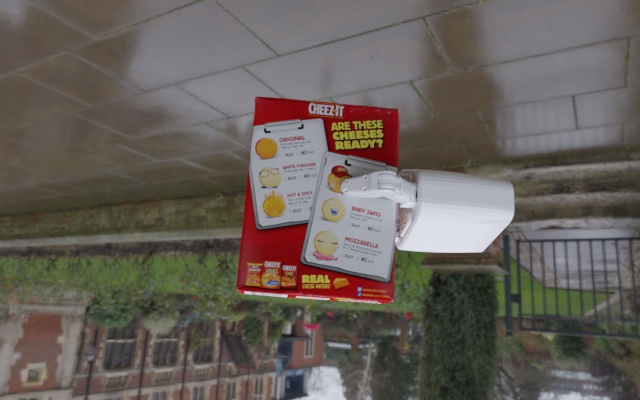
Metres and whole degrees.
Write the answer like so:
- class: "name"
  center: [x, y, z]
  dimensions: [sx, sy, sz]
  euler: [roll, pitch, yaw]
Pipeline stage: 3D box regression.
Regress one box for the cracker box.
- class: "cracker box"
  center: [0.000, 0.002, 0.535]
  dimensions: [0.164, 0.213, 0.072]
  euler: [5, -13, -4]
